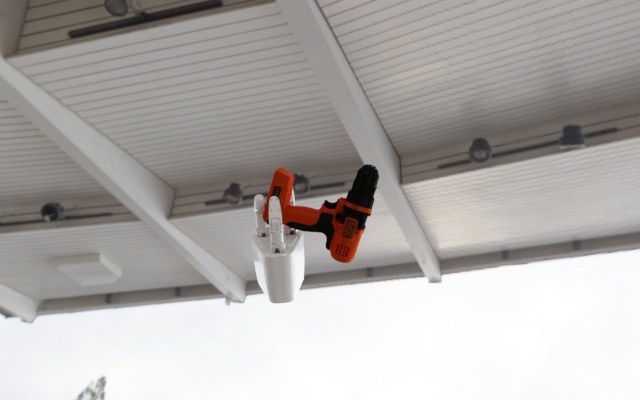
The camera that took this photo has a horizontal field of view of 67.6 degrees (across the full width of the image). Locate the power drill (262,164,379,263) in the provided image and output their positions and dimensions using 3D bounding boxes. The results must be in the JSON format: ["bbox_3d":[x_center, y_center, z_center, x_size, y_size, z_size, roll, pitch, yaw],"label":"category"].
[{"bbox_3d":[0.000,0.003,0.868,0.187,0.184,0.057,19,6,11],"label":"power drill"}]
